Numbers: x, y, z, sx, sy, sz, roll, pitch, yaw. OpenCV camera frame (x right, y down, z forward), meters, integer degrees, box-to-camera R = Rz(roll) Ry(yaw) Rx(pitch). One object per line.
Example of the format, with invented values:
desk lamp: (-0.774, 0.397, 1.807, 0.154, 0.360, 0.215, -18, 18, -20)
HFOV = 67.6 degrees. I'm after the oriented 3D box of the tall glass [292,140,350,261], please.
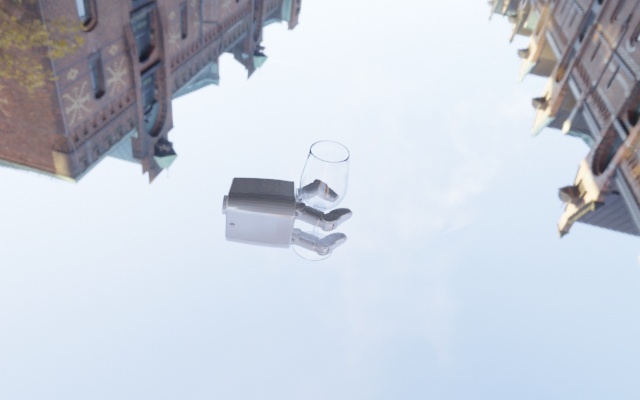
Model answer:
tall glass: (0.000, 0.003, 0.783, 0.079, 0.201, 0.079, 7, 38, -5)
